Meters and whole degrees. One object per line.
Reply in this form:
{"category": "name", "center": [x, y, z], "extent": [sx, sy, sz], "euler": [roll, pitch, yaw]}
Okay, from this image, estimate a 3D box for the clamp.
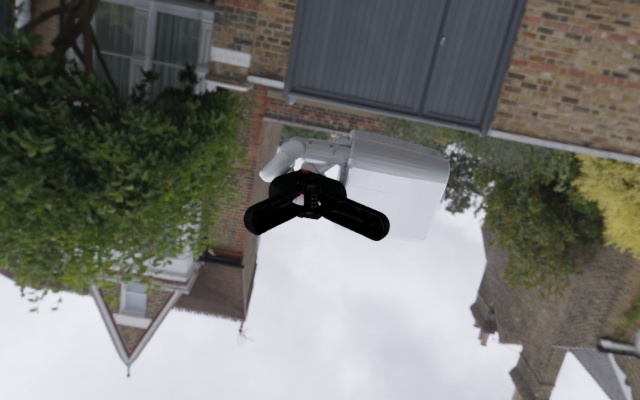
{"category": "clamp", "center": [0.000, 0.002, 0.457], "extent": [0.120, 0.039, 0.171], "euler": [11, 17, -1]}
